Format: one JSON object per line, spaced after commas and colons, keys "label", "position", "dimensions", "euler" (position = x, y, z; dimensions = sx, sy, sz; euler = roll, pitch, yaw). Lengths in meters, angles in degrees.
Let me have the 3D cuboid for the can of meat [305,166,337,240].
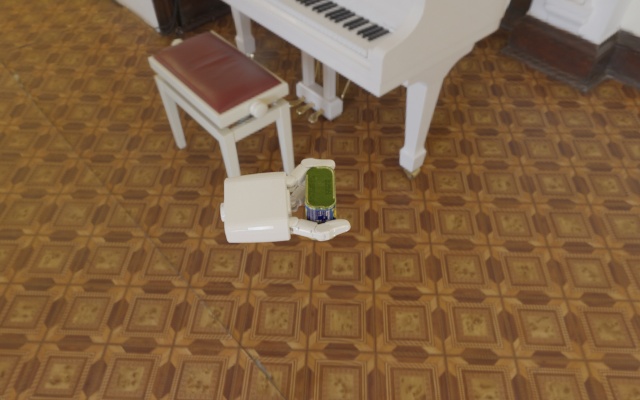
{"label": "can of meat", "position": [0.000, 0.003, 0.830], "dimensions": [0.057, 0.102, 0.084], "euler": [-2, -41, 0]}
